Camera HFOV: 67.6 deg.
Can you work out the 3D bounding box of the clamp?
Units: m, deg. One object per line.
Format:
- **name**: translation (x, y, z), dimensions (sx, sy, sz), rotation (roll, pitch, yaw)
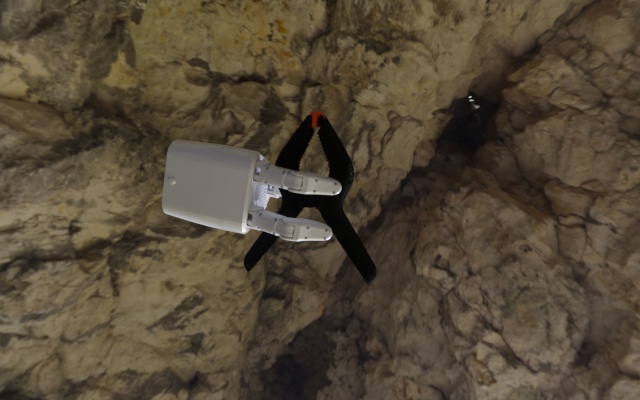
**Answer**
- **clamp**: translation (0.000, 0.001, 0.572), dimensions (0.164, 0.210, 0.036), rotation (11, 12, 5)
